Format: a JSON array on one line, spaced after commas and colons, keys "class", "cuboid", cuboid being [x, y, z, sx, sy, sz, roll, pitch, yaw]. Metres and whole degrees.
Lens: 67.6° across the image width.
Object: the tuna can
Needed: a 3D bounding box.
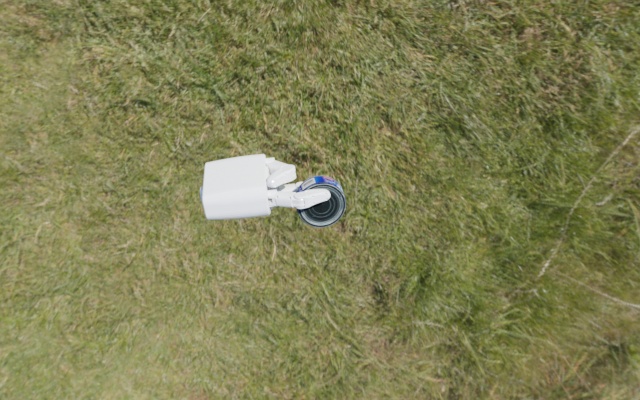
[{"class": "tuna can", "cuboid": [0.000, 0.003, 0.814, 0.086, 0.086, 0.033, 0, 25, -9]}]
